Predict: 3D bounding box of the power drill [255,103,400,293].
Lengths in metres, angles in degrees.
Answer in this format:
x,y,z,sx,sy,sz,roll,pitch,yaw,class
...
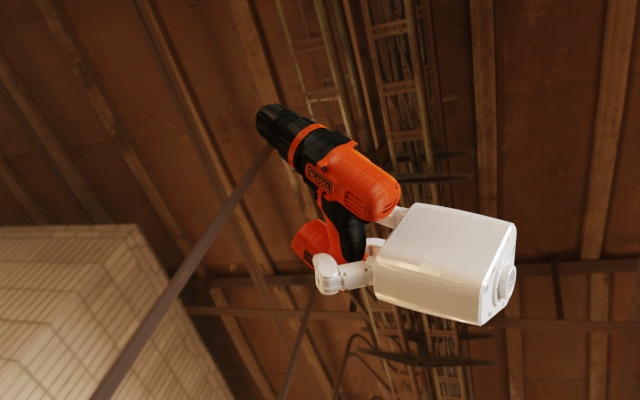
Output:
x,y,z,sx,sy,sz,roll,pitch,yaw,class
0.000,0.002,0.518,0.057,0.188,0.184,-34,56,-24,power drill
